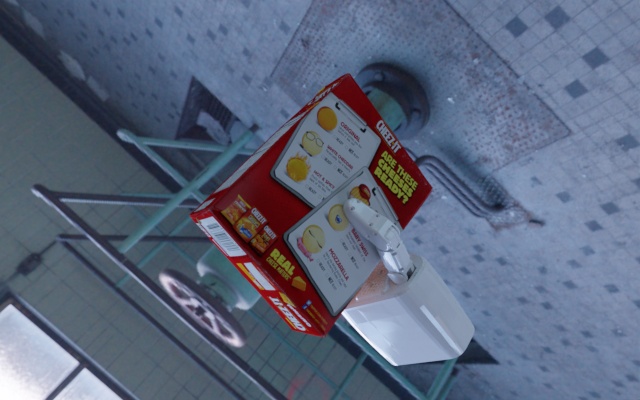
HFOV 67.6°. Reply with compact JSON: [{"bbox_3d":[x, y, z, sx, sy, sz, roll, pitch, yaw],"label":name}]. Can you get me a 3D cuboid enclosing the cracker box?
[{"bbox_3d":[0.000,0.002,0.490,0.213,0.164,0.072,-49,20,-29],"label":"cracker box"}]
